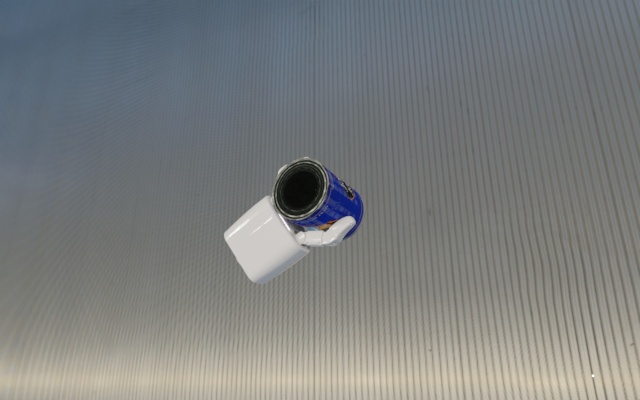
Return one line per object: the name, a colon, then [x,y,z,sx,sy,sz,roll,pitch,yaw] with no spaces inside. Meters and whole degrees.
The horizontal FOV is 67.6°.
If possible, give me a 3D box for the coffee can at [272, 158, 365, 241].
coffee can: [0.000,0.003,0.793,0.103,0.102,0.140,0,-18,30]
